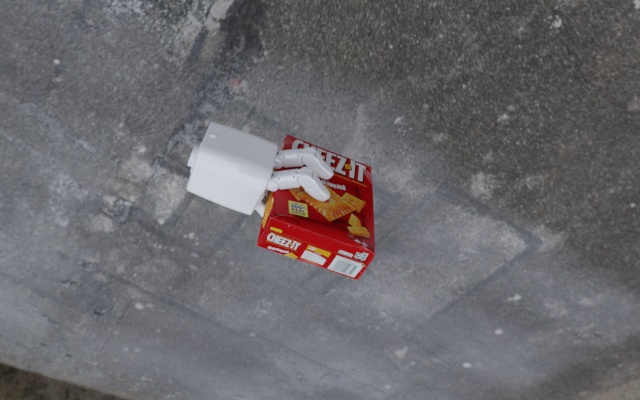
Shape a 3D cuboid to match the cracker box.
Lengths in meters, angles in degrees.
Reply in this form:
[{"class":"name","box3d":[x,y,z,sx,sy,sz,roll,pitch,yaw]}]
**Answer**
[{"class":"cracker box","box3d":[0.000,0.003,0.753,0.164,0.072,0.213,20,39,-13]}]
